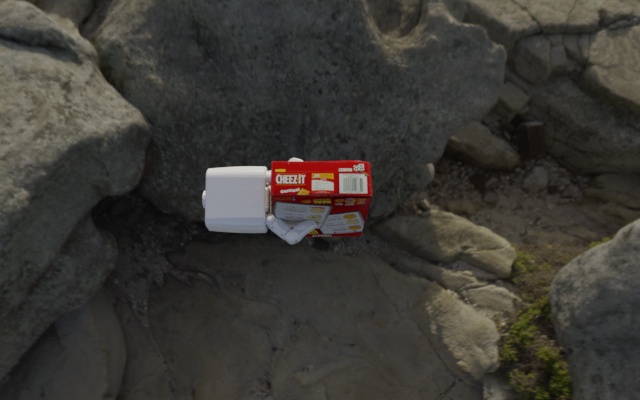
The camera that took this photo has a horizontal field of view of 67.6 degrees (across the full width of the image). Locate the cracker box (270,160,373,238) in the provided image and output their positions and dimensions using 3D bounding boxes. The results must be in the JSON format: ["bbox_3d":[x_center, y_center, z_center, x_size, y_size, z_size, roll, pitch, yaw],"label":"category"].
[{"bbox_3d":[0.000,0.003,0.860,0.164,0.072,0.214,0,-22,0],"label":"cracker box"}]
